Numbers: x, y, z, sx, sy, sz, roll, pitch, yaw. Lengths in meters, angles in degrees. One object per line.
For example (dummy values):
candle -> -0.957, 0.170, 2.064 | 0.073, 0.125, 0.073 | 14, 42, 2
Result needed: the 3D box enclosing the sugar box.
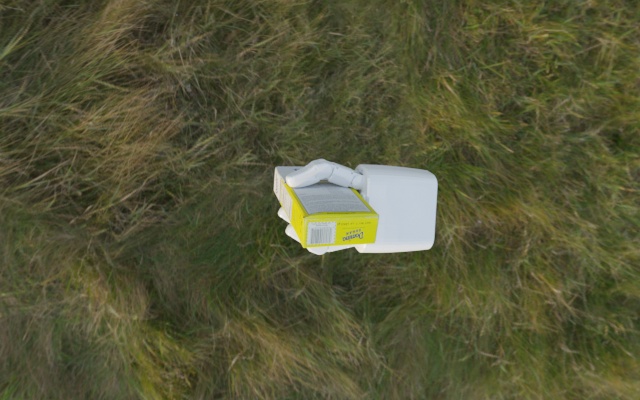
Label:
sugar box -> 0.000, 0.003, 0.628 | 0.093, 0.048, 0.176 | -1, 21, -16
